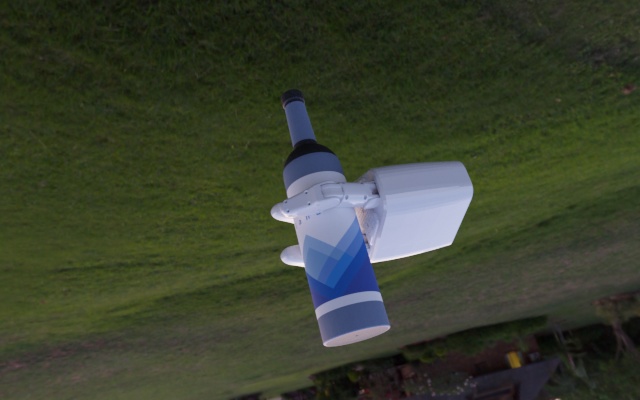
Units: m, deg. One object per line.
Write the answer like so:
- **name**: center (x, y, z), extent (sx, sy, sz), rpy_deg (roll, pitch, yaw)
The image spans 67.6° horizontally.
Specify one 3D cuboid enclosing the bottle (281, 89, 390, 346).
- **bottle**: center (0.000, 0.002, 0.519), extent (0.069, 0.295, 0.069), rpy_deg (-12, -25, -6)
